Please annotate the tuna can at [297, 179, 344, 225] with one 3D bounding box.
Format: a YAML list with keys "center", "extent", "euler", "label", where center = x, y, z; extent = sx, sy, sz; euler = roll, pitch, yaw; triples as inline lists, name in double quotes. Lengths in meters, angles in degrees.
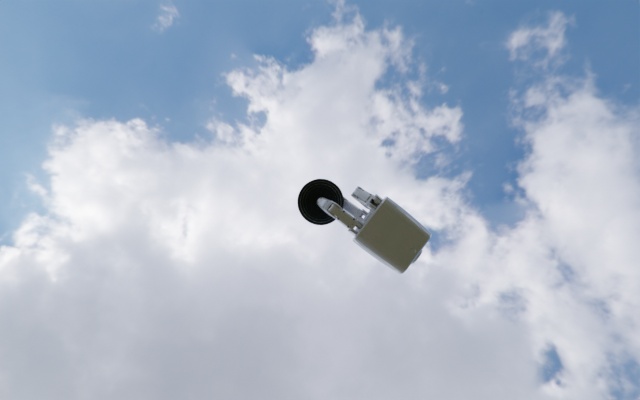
- center: [0.000, 0.003, 0.890]
  extent: [0.086, 0.086, 0.034]
  euler: [0, -1, -1]
  label: "tuna can"
